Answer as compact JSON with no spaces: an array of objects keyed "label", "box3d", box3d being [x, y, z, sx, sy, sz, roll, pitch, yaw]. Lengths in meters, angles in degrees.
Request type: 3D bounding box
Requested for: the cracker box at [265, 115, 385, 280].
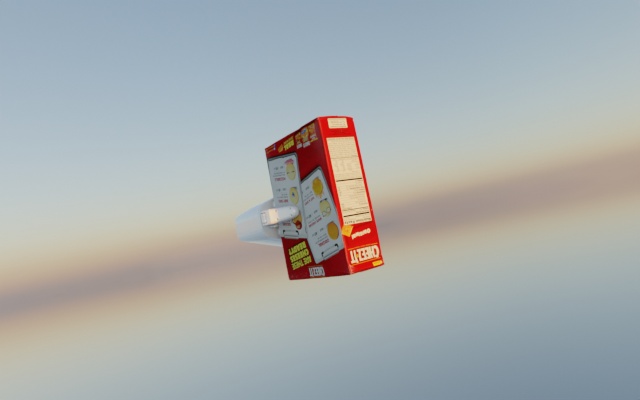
[{"label":"cracker box","box3d":[0.000,0.002,0.701,0.072,0.213,0.164,-9,-5,-34]}]
